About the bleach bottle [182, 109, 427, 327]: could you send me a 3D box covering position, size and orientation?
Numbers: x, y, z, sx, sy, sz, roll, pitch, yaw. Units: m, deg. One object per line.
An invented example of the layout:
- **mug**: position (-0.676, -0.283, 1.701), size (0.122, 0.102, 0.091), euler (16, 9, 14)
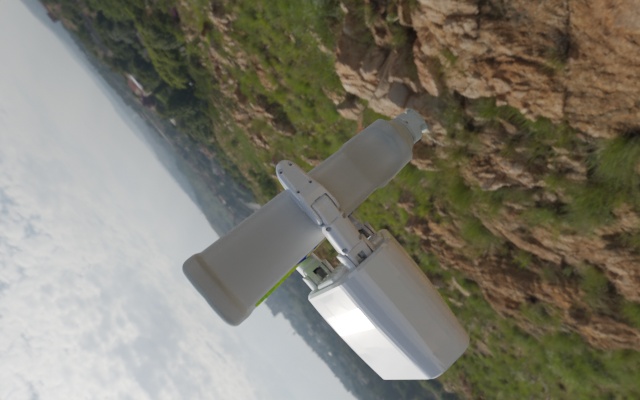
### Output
- **bleach bottle**: position (0.000, 0.001, 0.427), size (0.251, 0.068, 0.102), euler (-41, -2, -11)
